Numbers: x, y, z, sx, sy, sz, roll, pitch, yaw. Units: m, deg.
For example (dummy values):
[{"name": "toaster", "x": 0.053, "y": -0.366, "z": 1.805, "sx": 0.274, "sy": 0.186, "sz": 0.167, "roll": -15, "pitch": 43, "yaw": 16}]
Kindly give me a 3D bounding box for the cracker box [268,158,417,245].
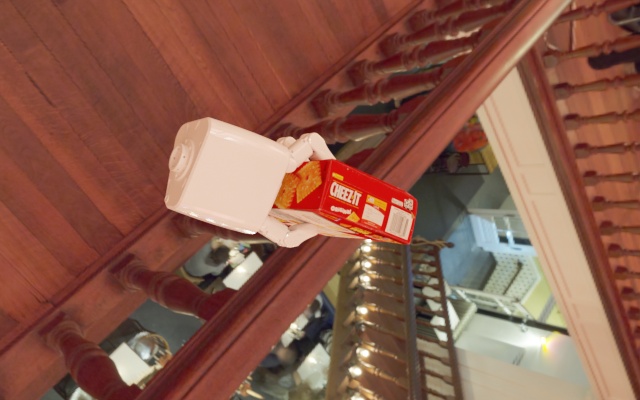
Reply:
[{"name": "cracker box", "x": 0.000, "y": 0.002, "z": 0.665, "sx": 0.164, "sy": 0.072, "sz": 0.213, "roll": 21, "pitch": -12, "yaw": -37}]
